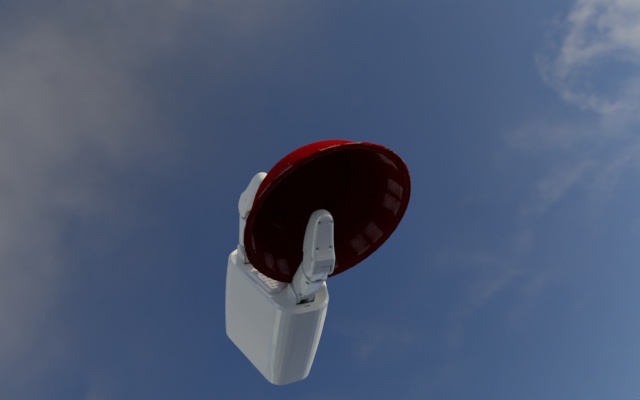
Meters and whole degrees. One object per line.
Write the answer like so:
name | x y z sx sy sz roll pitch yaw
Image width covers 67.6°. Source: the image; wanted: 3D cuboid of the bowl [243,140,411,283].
bowl | 0.000 0.000 0.439 0.162 0.162 0.055 0 39 -31
